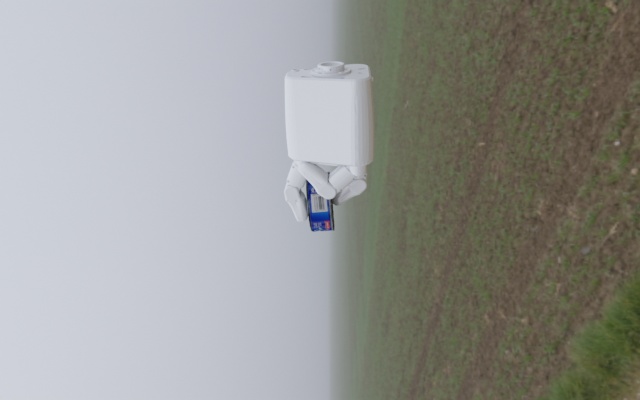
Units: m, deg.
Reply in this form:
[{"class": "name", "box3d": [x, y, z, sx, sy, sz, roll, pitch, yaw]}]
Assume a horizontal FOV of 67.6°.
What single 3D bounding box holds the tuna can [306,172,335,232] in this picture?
[{"class": "tuna can", "box3d": [0.000, 0.002, 0.687, 0.034, 0.086, 0.086, -5, 0, 3]}]
